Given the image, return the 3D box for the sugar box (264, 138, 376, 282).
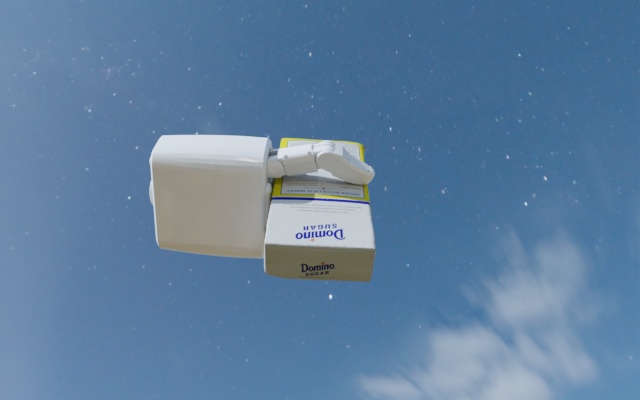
[{"bbox_3d":[0.000,0.002,0.464,0.093,0.048,0.176,3,38,0],"label":"sugar box"}]
